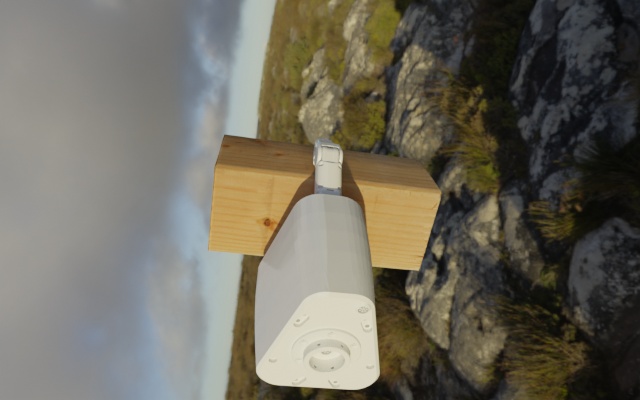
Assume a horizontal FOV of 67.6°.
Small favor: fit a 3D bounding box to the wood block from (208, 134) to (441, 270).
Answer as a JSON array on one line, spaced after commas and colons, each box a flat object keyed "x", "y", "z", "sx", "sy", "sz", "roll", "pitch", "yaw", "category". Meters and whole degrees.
[{"x": 0.000, "y": 0.001, "z": 0.478, "sx": 0.206, "sy": 0.091, "sz": 0.090, "roll": 7, "pitch": 25, "yaw": -8, "category": "wood block"}]
